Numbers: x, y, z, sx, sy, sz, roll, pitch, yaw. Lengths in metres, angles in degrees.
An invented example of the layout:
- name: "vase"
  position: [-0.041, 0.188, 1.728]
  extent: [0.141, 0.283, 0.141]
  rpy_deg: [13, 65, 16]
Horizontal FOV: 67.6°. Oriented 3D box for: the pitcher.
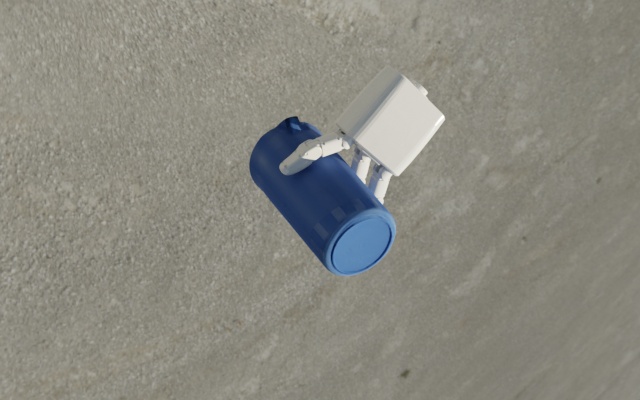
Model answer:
- name: "pitcher"
  position: [0.000, 0.002, 0.692]
  extent: [0.149, 0.145, 0.242]
  rpy_deg: [34, 12, -43]
